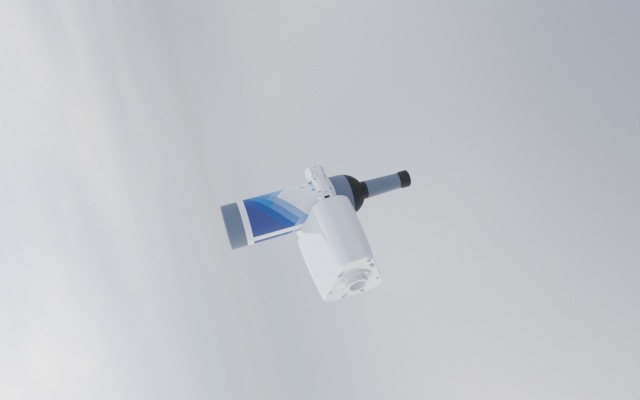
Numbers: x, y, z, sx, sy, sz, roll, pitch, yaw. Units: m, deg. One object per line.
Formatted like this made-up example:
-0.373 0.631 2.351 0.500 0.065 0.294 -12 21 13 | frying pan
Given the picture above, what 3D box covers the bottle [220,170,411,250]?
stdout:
0.000 0.002 0.730 0.295 0.069 0.069 -15 3 -12 | bottle
